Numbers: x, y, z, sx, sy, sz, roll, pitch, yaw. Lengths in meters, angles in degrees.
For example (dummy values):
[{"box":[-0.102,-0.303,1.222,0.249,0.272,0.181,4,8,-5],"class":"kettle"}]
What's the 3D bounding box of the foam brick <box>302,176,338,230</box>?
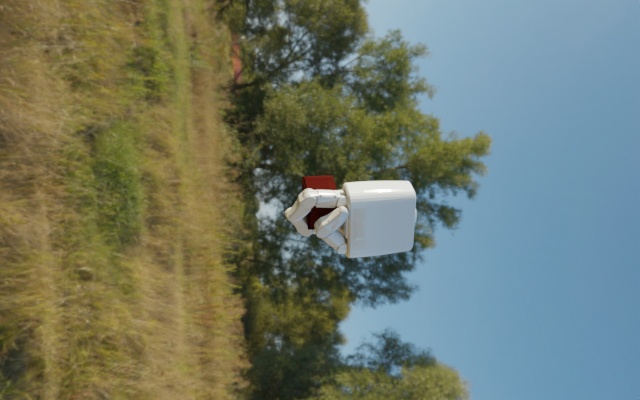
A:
[{"box":[0.000,0.002,0.771,0.051,0.053,0.078,-5,39,-8],"class":"foam brick"}]
